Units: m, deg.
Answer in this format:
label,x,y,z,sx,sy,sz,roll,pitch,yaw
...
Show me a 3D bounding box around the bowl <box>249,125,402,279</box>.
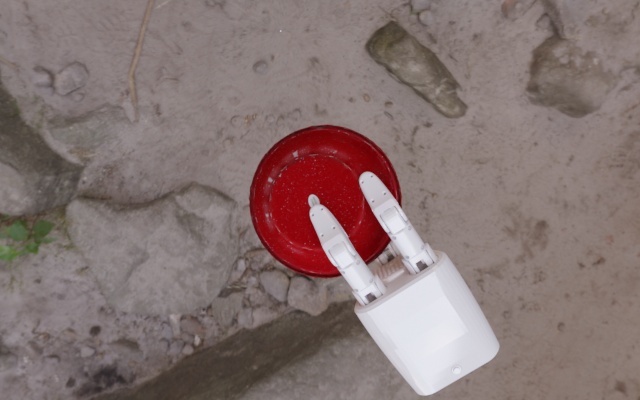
label,x,y,z,sx,sy,sz,roll,pitch,yaw
bowl,-0.001,0.001,0.477,0.162,0.162,0.055,0,1,8
